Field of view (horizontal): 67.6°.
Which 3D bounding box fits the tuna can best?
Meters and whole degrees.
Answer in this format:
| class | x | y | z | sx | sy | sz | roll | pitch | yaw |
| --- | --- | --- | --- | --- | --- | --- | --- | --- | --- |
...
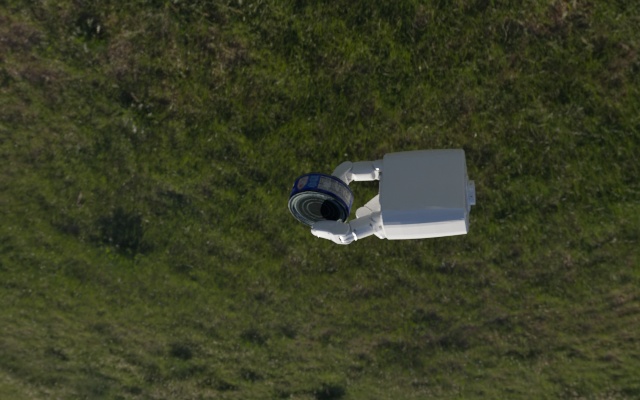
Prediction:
| class | x | y | z | sx | sy | sz | roll | pitch | yaw |
| --- | --- | --- | --- | --- | --- | --- | --- | --- | --- |
| tuna can | 0.000 | 0.003 | 0.652 | 0.086 | 0.033 | 0.086 | 10 | -37 | 8 |
